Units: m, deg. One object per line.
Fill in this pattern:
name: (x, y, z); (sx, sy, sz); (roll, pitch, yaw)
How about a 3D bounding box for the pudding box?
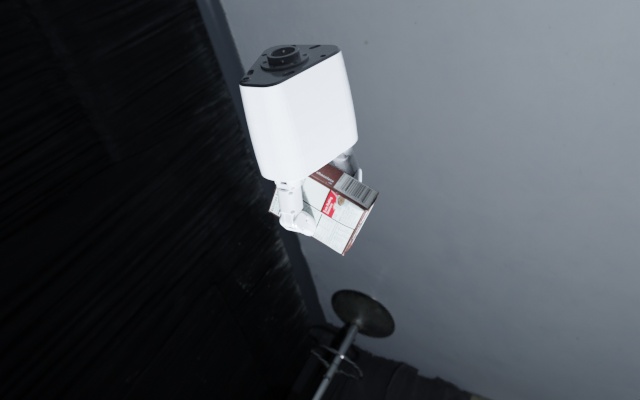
pudding box: (0.000, 0.002, 0.565); (0.113, 0.090, 0.039); (32, 46, 9)
